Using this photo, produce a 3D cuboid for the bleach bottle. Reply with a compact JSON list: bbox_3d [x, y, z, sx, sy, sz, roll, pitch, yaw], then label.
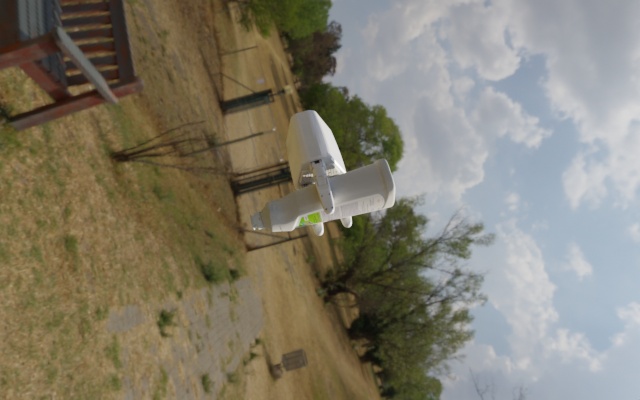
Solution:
[{"bbox_3d":[0.000,0.003,0.832,0.251,0.068,0.103,-15,-25,0],"label":"bleach bottle"}]
